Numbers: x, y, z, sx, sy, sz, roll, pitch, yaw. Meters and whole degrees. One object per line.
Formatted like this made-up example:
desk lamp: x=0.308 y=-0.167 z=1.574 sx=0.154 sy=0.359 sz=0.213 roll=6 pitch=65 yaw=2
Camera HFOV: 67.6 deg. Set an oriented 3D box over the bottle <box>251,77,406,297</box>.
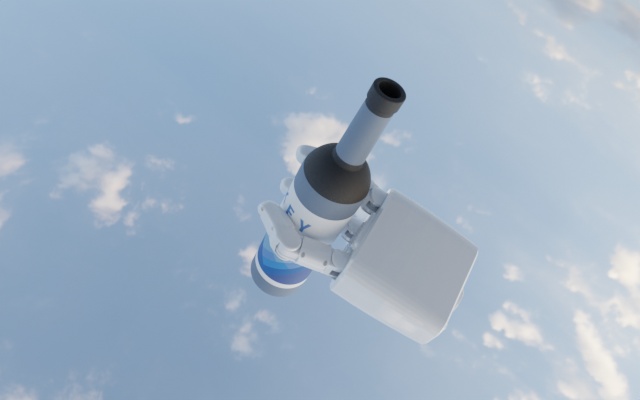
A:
bottle: x=0.000 y=0.002 z=0.463 sx=0.069 sy=0.069 sz=0.296 roll=0 pitch=-35 yaw=-25
